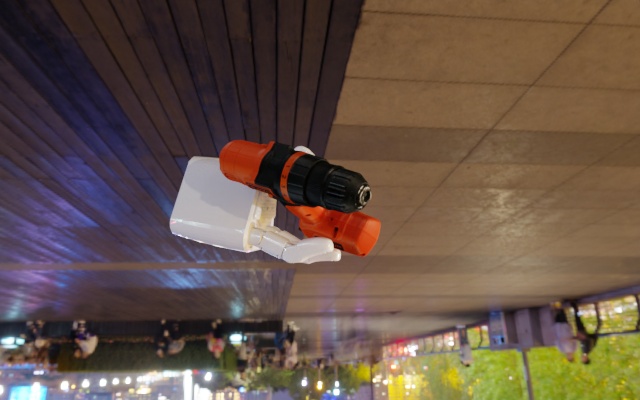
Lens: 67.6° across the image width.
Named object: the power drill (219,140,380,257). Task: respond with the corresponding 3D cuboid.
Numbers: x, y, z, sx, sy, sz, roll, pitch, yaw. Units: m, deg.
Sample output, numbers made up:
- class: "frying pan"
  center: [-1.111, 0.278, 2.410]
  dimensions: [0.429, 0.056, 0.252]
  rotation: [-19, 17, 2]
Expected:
- class: "power drill"
  center: [0.000, 0.002, 0.535]
  dimensions: [0.184, 0.057, 0.188]
  rotation: [19, -16, 35]
